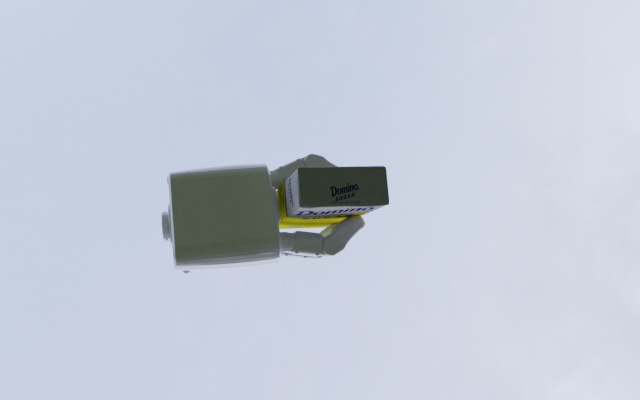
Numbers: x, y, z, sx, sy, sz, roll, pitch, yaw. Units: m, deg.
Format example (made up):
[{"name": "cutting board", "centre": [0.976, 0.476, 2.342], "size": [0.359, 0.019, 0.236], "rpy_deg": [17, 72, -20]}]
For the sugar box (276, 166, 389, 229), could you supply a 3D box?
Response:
[{"name": "sugar box", "centre": [0.000, 0.002, 0.536], "size": [0.093, 0.048, 0.176], "rpy_deg": [-2, -7, -15]}]
